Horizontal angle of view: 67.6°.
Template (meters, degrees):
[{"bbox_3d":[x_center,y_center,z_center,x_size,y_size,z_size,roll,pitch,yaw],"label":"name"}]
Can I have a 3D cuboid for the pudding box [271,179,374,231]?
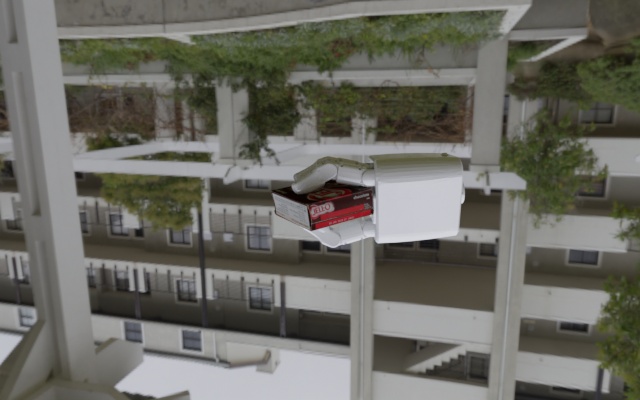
[{"bbox_3d":[0.000,0.002,0.606,0.090,0.039,0.113,-13,13,-26],"label":"pudding box"}]
